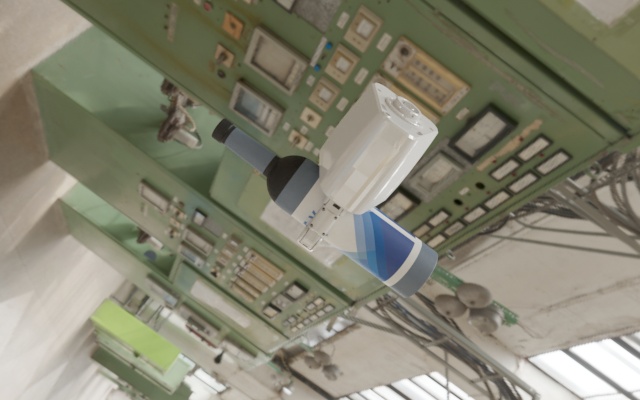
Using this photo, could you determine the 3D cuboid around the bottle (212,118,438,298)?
[{"bbox_3d":[0.000,0.002,0.562,0.296,0.069,0.069,36,-2,-3],"label":"bottle"}]
